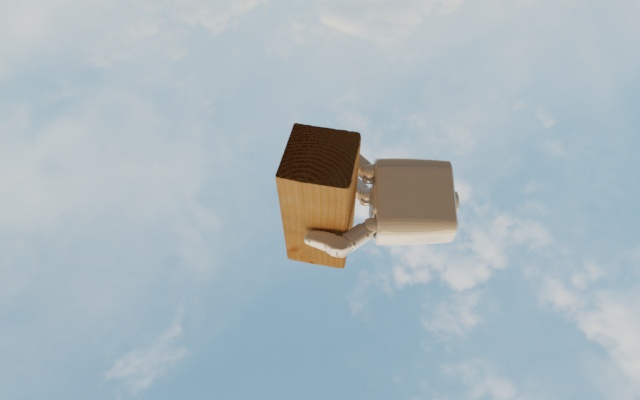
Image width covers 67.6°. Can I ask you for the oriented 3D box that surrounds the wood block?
[{"bbox_3d":[0.000,0.003,0.656,0.090,0.090,0.206,10,-34,8],"label":"wood block"}]
